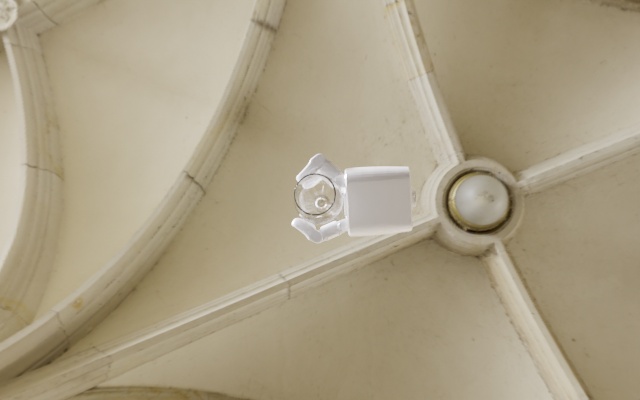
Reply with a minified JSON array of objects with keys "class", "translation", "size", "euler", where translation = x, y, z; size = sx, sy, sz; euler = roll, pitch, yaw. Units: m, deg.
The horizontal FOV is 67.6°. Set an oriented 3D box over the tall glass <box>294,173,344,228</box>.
[{"class":"tall glass","translation":[0.000,0.003,0.790],"size":[0.079,0.079,0.201],"euler":[0,-7,5]}]
